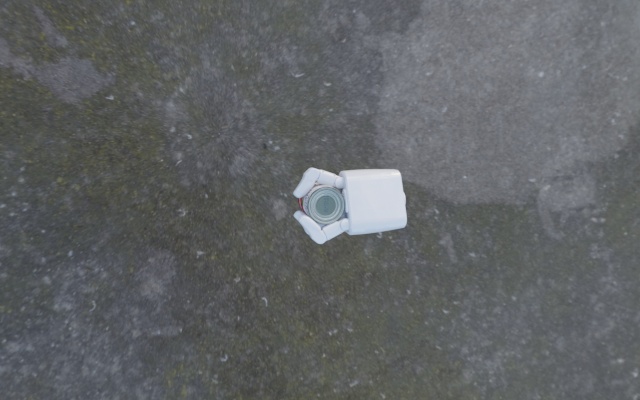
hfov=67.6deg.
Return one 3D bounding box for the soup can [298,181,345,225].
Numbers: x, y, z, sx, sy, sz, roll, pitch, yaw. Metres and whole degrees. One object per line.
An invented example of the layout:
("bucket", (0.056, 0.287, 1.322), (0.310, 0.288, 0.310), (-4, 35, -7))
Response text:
("soup can", (0.000, 0.003, 0.867), (0.068, 0.068, 0.102), (0, 8, -12))
